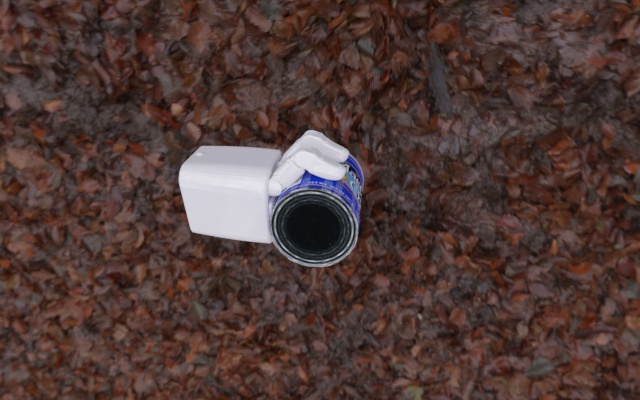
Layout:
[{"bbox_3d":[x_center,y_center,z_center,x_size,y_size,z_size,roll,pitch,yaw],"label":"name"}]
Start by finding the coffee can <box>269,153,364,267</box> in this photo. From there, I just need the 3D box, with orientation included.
[{"bbox_3d":[0.000,0.002,0.598,0.103,0.103,0.140,0,26,8],"label":"coffee can"}]
